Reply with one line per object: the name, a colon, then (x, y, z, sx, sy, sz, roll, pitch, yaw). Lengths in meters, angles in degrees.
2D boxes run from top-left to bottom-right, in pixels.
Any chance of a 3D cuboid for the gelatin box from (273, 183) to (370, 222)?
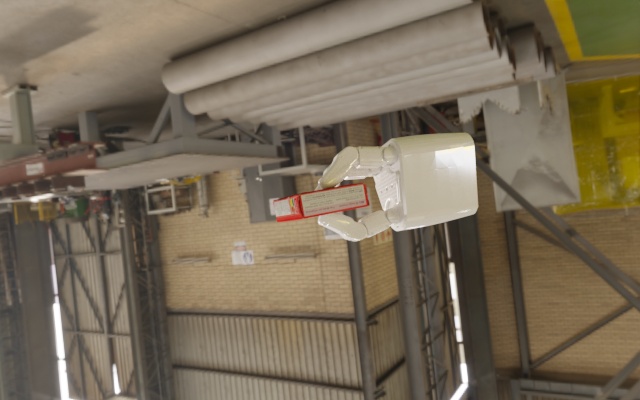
gelatin box: (0.000, 0.002, 0.552, 0.089, 0.030, 0.073, -11, 1, -28)
